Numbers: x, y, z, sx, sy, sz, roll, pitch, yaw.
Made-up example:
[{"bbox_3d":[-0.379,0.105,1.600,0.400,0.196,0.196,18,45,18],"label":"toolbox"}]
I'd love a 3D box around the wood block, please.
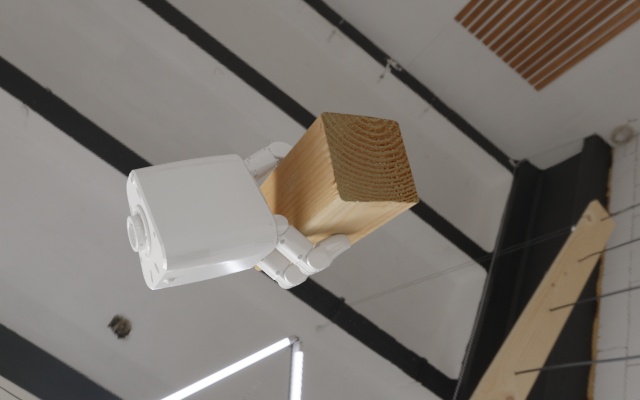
[{"bbox_3d":[0.000,0.001,0.514,0.090,0.090,0.206,1,-24,-29],"label":"wood block"}]
